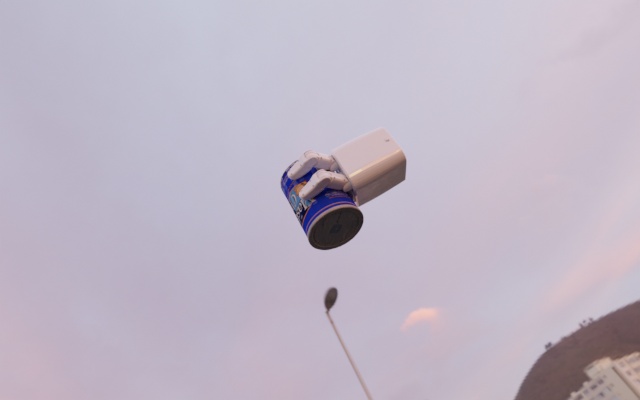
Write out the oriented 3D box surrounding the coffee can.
[{"bbox_3d":[0.000,0.003,0.846,0.103,0.103,0.140,0,42,-32],"label":"coffee can"}]
